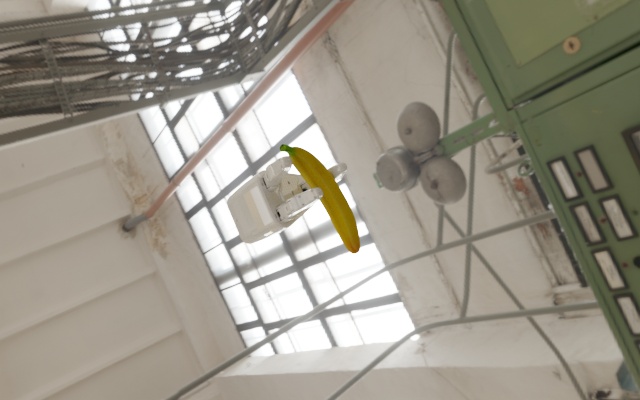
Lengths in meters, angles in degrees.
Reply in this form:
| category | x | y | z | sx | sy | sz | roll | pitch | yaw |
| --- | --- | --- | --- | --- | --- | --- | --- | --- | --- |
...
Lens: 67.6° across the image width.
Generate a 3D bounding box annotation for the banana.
| category | x | y | z | sx | sy | sz | roll | pitch | yaw |
| --- | --- | --- | --- | --- | --- | --- | --- | --- | --- |
| banana | 0.005 | -0.009 | 0.727 | 0.037 | 0.198 | 0.069 | -29 | 12 | 35 |
